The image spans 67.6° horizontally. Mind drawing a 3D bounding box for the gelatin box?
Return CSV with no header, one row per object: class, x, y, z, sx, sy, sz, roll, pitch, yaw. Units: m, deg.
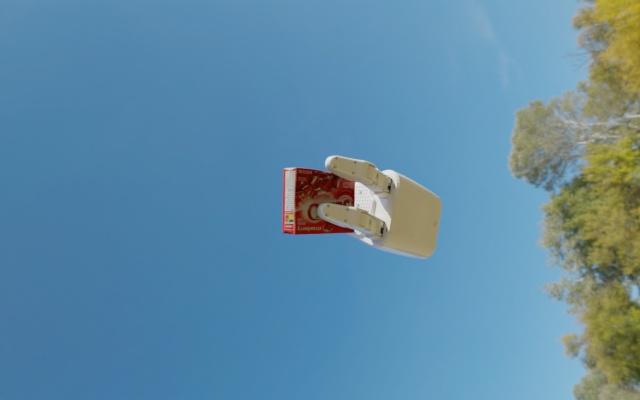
gelatin box,0.000,0.002,0.547,0.089,0.073,0.030,2,-1,-38
